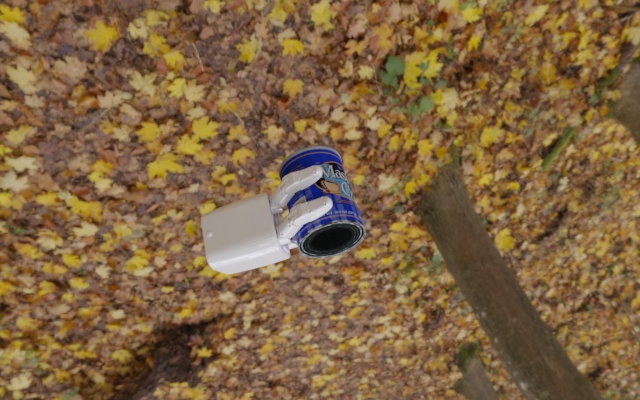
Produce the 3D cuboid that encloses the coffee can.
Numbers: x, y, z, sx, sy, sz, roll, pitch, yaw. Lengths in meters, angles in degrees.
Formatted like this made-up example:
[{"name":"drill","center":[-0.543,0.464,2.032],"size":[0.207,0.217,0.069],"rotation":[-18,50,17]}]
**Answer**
[{"name":"coffee can","center":[0.000,0.002,0.727],"size":[0.103,0.140,0.103],"rotation":[-12,-33,-8]}]
